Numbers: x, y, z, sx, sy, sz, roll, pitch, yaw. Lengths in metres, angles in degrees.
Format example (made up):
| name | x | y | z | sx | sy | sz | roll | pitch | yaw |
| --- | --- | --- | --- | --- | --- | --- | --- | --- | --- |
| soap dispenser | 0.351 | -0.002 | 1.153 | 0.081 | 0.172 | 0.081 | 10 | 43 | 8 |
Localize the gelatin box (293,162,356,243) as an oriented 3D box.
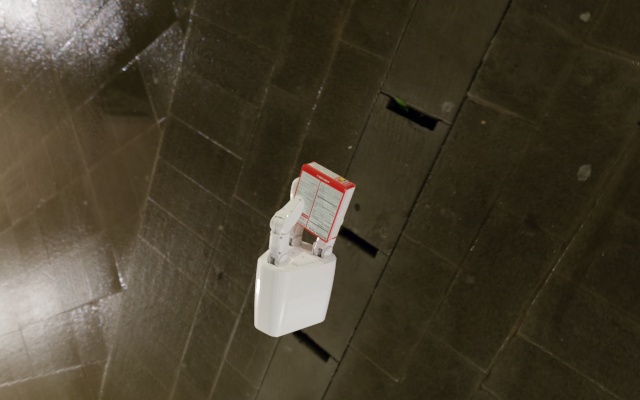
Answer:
| name | x | y | z | sx | sy | sz | roll | pitch | yaw |
| --- | --- | --- | --- | --- | --- | --- | --- | --- | --- |
| gelatin box | 0.000 | 0.002 | 0.658 | 0.073 | 0.089 | 0.030 | 31 | 30 | 24 |
